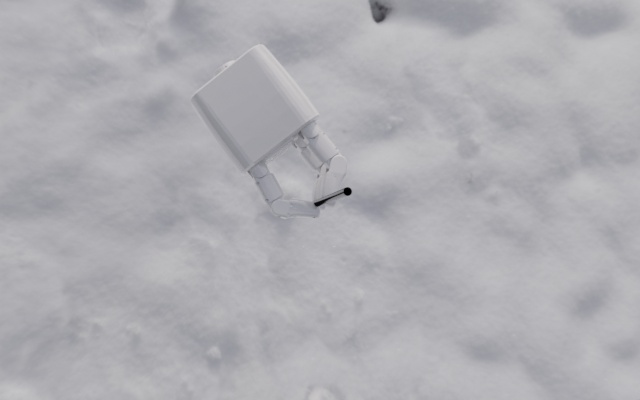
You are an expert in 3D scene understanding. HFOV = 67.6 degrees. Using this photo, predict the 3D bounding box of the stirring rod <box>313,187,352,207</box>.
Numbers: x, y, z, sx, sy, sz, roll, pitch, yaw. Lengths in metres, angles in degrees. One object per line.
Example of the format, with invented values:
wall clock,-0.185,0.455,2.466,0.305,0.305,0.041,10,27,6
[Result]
stirring rod,0.000,0.002,0.545,0.011,0.011,0.239,0,-5,-12
